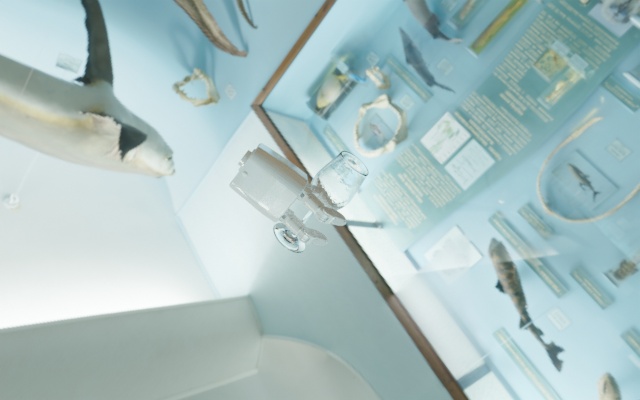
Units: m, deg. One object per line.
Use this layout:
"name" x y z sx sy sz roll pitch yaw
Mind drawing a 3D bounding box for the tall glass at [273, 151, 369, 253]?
"tall glass" 0.000 0.003 0.866 0.201 0.079 0.079 -48 -25 24
